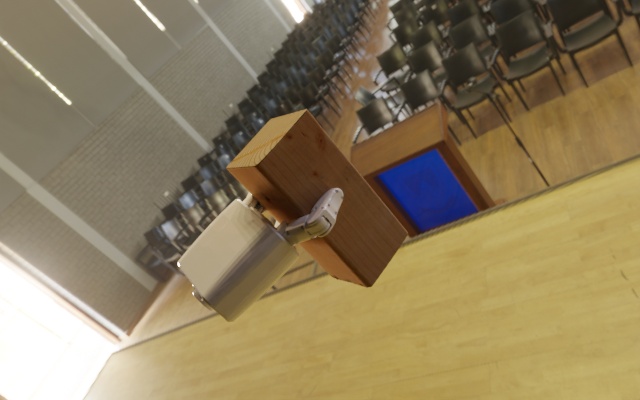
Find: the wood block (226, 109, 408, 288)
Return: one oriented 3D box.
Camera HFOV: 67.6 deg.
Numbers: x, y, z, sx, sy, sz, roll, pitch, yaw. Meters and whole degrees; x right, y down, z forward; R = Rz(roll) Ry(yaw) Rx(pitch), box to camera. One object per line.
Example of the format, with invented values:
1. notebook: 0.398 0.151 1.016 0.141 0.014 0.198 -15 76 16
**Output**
1. wood block: 0.000 0.002 0.578 0.206 0.090 0.091 48 -22 -24
